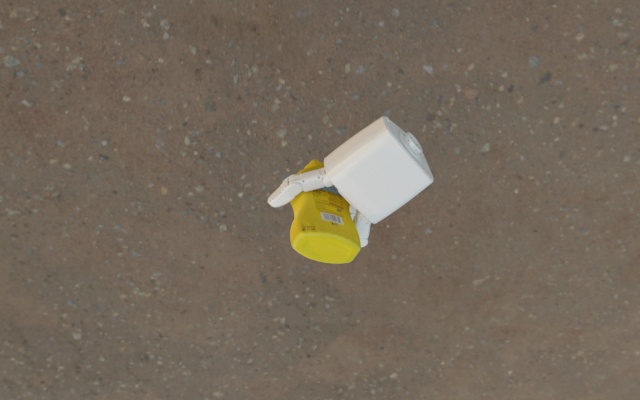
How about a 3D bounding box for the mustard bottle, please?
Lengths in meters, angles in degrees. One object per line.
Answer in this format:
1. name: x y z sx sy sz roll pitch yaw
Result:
1. mustard bottle: 0.000 0.003 0.709 0.096 0.058 0.191 14 39 -19
